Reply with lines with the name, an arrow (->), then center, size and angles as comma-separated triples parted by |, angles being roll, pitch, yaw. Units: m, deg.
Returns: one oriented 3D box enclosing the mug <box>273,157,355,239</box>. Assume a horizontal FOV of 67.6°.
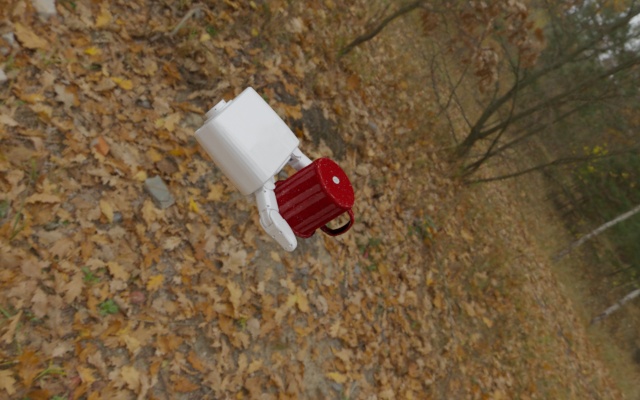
mug -> 0.001, 0.003, 0.660 | 0.081, 0.117, 0.093 | -32, 19, 28
